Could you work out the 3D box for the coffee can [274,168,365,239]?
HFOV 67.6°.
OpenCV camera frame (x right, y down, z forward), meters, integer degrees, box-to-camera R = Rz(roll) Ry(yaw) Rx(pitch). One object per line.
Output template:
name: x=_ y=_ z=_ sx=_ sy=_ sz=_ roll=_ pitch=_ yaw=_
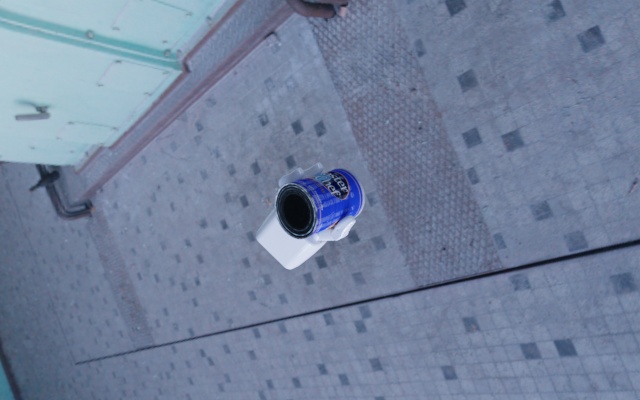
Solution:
coffee can: x=0.000 y=0.003 z=0.880 sx=0.103 sy=0.103 sz=0.140 roll=0 pitch=13 yaw=42
